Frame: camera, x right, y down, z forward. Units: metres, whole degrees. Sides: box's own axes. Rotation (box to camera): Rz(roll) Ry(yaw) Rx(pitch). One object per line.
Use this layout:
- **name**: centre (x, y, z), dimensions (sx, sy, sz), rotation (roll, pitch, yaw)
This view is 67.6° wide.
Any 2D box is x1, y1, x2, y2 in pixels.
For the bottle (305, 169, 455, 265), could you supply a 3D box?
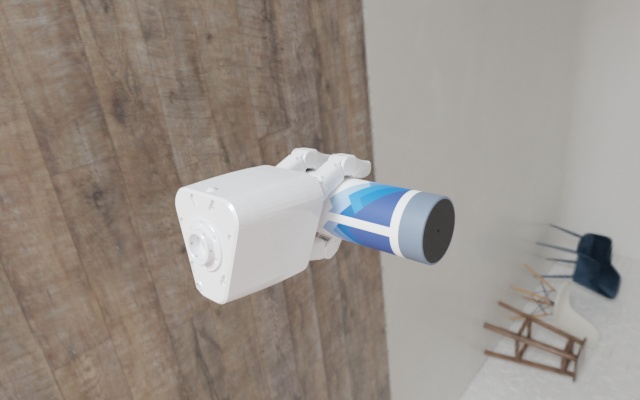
- **bottle**: centre (0.000, 0.002, 0.538), dimensions (0.295, 0.069, 0.069), rotation (14, 9, 39)
